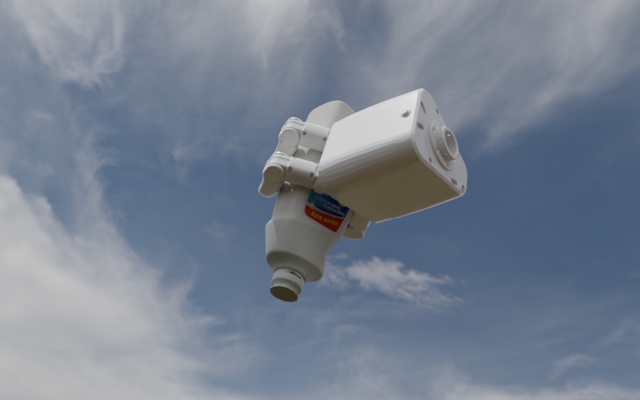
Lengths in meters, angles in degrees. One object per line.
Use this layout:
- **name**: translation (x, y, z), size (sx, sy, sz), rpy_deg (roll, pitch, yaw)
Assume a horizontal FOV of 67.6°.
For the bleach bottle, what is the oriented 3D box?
- **bleach bottle**: translation (0.000, 0.002, 0.535), size (0.068, 0.250, 0.103), rpy_deg (-18, -51, 36)
